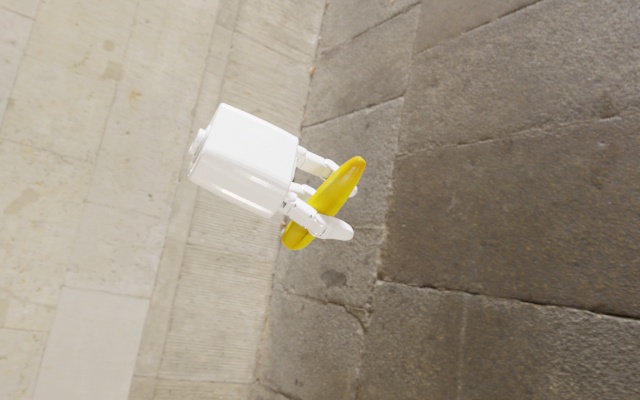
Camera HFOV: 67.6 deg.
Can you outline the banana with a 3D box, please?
[{"bbox_3d":[-0.008,0.016,0.611,0.037,0.069,0.198,33,-41,-7],"label":"banana"}]
